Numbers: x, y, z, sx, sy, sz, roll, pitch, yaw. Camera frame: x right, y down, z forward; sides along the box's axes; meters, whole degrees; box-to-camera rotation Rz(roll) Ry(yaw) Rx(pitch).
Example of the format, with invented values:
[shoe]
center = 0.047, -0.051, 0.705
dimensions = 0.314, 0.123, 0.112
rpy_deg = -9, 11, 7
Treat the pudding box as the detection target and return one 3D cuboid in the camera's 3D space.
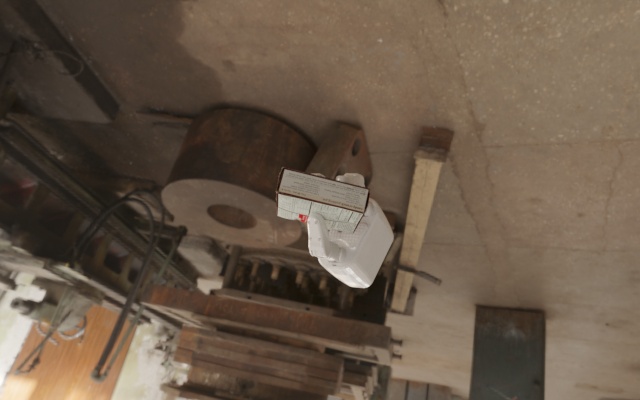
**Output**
[pudding box]
center = 0.000, 0.002, 0.608
dimensions = 0.113, 0.039, 0.090
rpy_deg = 12, -21, -1
